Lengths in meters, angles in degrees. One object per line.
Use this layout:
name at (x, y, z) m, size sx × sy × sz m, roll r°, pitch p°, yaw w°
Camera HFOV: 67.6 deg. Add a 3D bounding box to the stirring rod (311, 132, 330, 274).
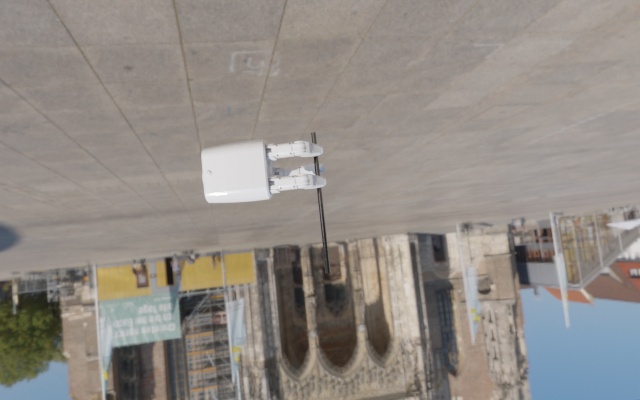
stirring rod at (0.000, 0.003, 0.810) m, size 0.011 × 0.239 × 0.011 m, roll -6°, pitch -5°, yaw -1°
